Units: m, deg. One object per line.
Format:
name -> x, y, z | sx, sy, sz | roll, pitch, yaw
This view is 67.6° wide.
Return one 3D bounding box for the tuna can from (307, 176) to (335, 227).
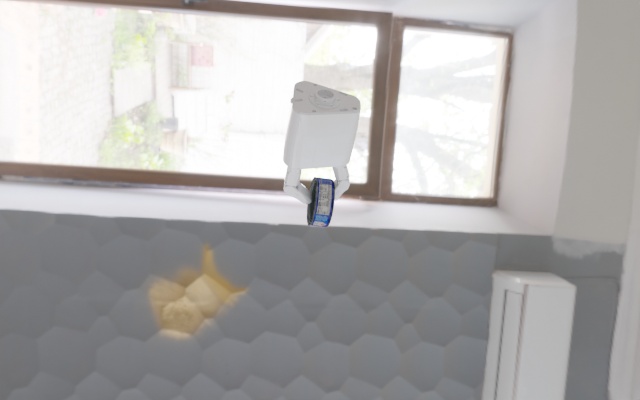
tuna can -> 0.001, 0.003, 0.828 | 0.034, 0.086, 0.086 | 7, -1, -9
